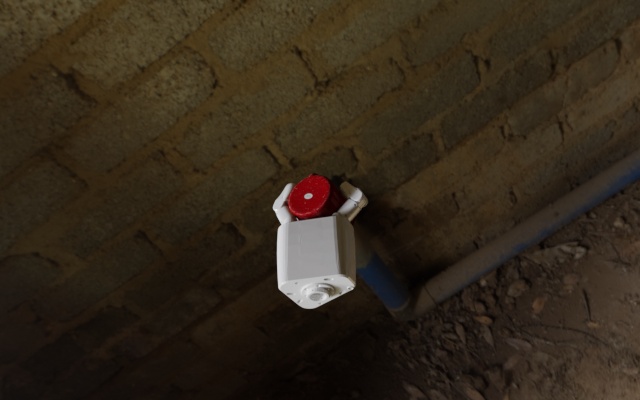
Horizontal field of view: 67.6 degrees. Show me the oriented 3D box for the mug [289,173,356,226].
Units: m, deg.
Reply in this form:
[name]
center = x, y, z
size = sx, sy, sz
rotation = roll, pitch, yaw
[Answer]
[mug]
center = 0.000, 0.001, 0.797
size = 0.093, 0.117, 0.081
rotation = -21, -43, 20
